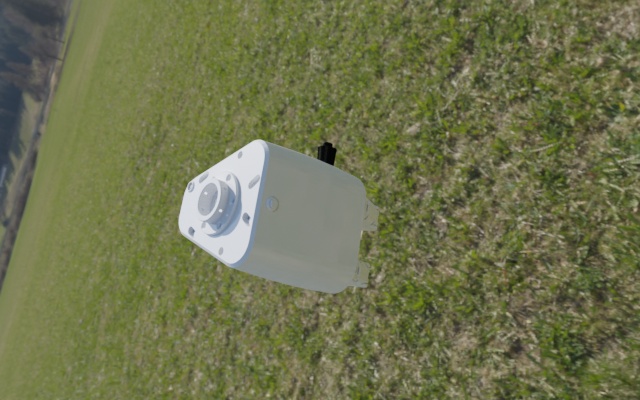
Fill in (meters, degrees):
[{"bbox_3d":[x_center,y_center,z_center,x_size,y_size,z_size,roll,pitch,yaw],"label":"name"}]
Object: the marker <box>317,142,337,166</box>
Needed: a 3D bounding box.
[{"bbox_3d":[0.000,0.002,0.459,0.020,0.121,0.020,7,-14,2],"label":"marker"}]
